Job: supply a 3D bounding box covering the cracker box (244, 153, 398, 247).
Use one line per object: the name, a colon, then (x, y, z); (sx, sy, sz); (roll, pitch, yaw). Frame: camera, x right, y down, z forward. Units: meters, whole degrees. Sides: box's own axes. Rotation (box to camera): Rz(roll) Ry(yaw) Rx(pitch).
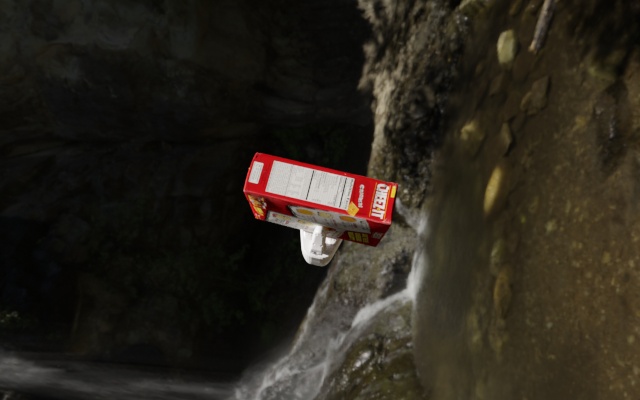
cracker box: (0.000, 0.003, 0.745); (0.213, 0.072, 0.164); (13, -16, 2)
